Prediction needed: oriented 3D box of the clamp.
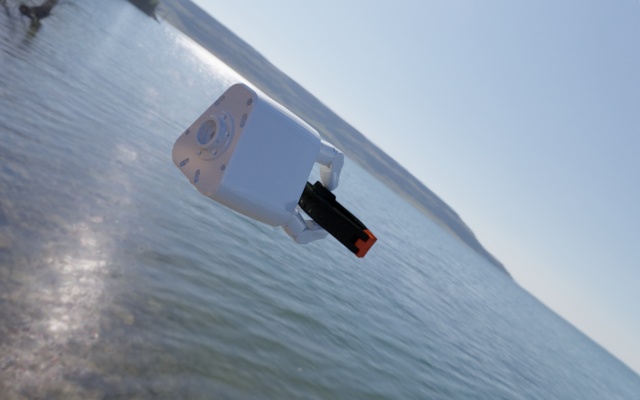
[{"bbox_3d":[0.001,0.001,0.588,0.210,0.036,0.164,41,8,36],"label":"clamp"}]
